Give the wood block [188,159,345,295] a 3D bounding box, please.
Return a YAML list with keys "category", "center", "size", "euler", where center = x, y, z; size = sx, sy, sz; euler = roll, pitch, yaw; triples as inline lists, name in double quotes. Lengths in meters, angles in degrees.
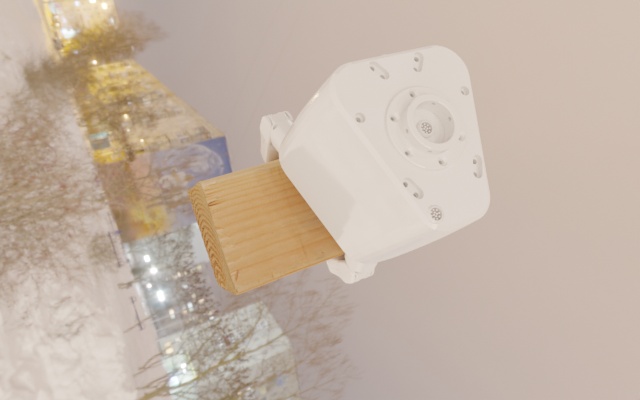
- category: "wood block"
  center: [0.000, 0.002, 0.425]
  size: [0.206, 0.091, 0.090]
  euler: [-18, 3, -22]
